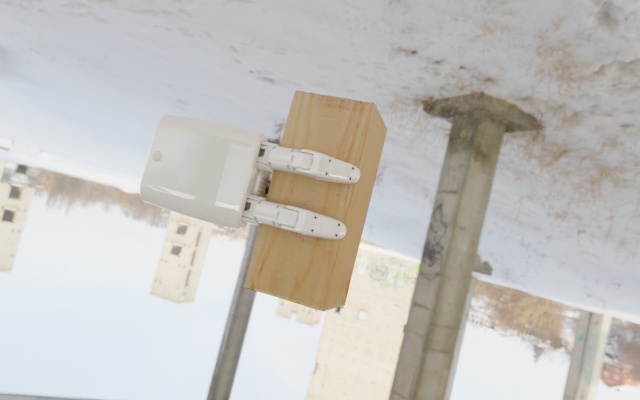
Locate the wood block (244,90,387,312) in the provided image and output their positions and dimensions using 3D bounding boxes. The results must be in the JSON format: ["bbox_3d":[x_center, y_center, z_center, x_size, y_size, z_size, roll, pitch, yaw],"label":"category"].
[{"bbox_3d":[0.000,0.002,0.509,0.090,0.206,0.091,13,-4,17],"label":"wood block"}]
